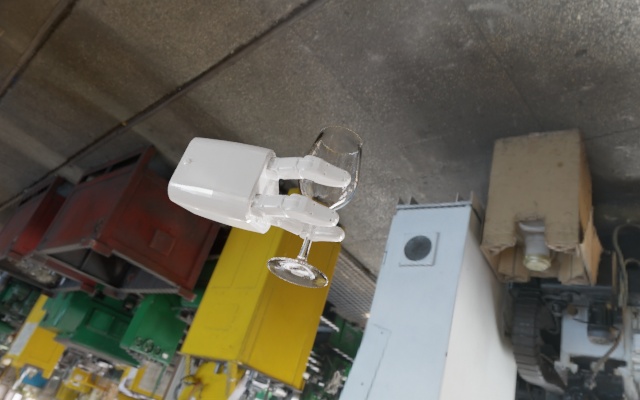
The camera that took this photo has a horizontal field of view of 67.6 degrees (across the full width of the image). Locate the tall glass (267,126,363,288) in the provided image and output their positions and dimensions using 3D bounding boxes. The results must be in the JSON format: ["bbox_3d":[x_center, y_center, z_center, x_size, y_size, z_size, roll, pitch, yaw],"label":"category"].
[{"bbox_3d":[0.000,0.003,0.600,0.079,0.201,0.079,14,-29,8],"label":"tall glass"}]
